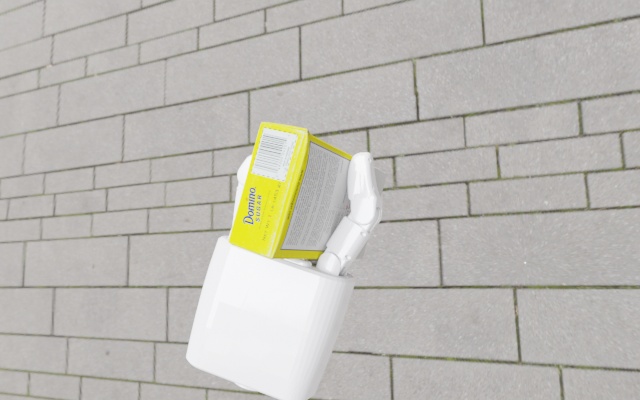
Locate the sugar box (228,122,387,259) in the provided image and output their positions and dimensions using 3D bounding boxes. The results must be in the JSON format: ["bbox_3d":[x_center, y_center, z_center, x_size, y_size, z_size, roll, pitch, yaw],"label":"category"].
[{"bbox_3d":[-0.001,0.001,0.408,0.048,0.093,0.176,16,0,24],"label":"sugar box"}]
